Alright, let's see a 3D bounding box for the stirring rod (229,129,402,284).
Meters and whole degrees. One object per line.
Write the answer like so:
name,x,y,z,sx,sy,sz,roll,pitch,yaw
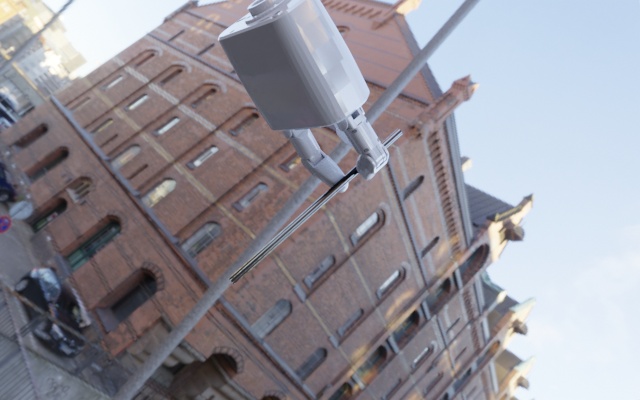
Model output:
stirring rod,0.000,0.002,0.495,0.239,0.011,0.011,-42,12,-15
